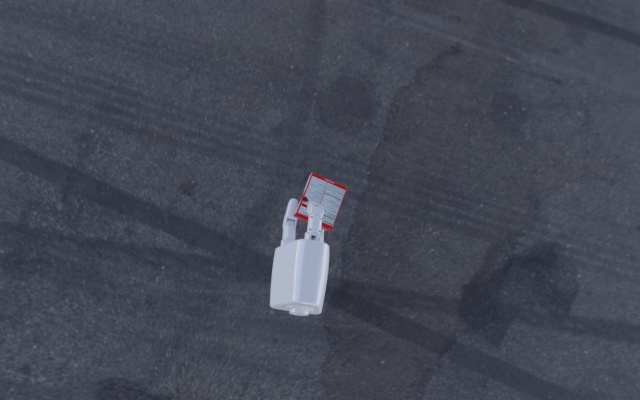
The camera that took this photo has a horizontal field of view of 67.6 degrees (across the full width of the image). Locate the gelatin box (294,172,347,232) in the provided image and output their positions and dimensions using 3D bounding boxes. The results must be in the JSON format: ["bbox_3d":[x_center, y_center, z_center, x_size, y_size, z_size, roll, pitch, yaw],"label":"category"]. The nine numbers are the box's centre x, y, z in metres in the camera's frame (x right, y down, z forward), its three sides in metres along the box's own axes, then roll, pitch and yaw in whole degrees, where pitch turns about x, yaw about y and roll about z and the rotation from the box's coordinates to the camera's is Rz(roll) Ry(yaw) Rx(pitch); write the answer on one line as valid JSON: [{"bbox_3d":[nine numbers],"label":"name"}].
[{"bbox_3d":[0.000,0.002,0.887,0.073,0.089,0.030,23,-19,-7],"label":"gelatin box"}]
